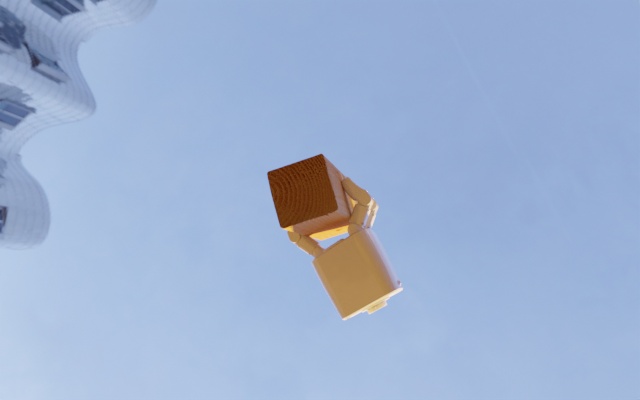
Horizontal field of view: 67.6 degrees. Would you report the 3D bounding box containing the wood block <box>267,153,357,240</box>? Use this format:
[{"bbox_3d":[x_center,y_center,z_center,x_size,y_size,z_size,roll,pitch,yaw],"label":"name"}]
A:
[{"bbox_3d":[0.000,0.003,0.772,0.091,0.090,0.206,-18,-14,12],"label":"wood block"}]
